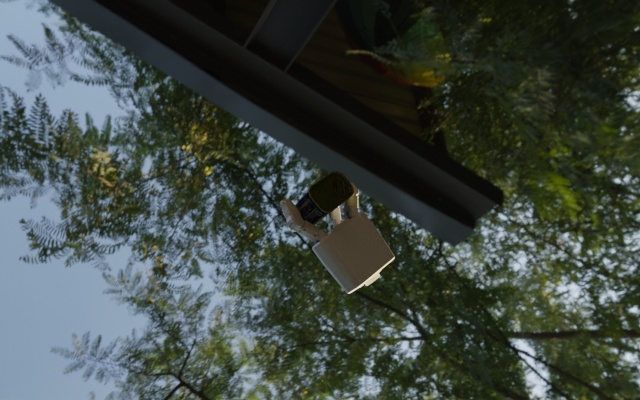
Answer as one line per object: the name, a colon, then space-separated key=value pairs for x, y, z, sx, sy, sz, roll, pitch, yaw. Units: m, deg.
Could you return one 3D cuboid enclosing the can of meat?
can of meat: x=0.000 y=0.003 z=0.873 sx=0.102 sy=0.057 sz=0.084 roll=-36 pitch=-5 yaw=-45
